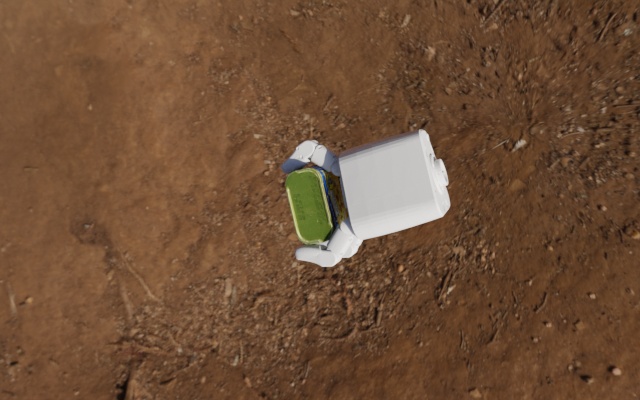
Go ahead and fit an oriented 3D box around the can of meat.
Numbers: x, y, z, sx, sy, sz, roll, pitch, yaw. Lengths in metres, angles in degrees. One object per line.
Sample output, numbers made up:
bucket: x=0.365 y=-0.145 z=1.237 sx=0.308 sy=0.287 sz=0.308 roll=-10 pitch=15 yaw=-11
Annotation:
can of meat: x=0.000 y=0.002 z=0.633 sx=0.057 sy=0.102 sz=0.084 roll=-13 pitch=3 yaw=23
